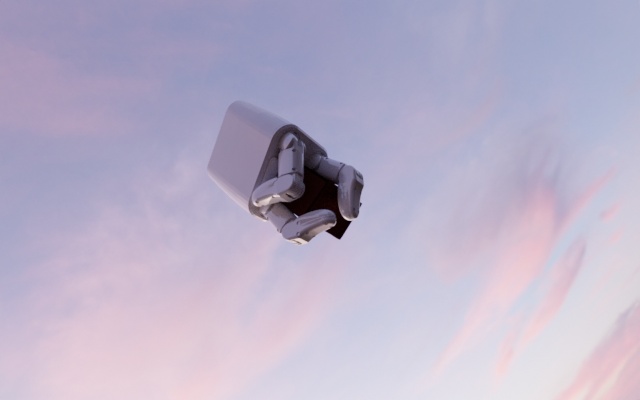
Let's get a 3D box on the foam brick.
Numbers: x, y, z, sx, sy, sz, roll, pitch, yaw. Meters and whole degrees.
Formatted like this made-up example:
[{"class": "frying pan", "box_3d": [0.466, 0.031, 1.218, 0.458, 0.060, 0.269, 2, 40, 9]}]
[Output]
[{"class": "foam brick", "box_3d": [0.000, 0.002, 0.548, 0.051, 0.053, 0.078, 33, 0, 40]}]
